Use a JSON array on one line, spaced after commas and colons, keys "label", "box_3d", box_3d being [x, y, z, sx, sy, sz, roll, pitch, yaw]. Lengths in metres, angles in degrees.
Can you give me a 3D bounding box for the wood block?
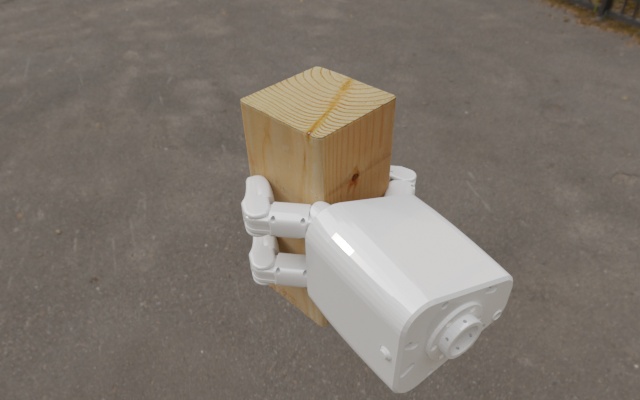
[{"label": "wood block", "box_3d": [0.001, 0.001, 0.432, 0.090, 0.206, 0.090, 30, 48, 33]}]
